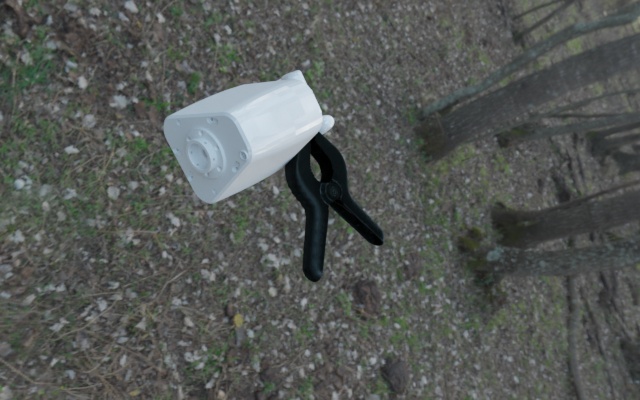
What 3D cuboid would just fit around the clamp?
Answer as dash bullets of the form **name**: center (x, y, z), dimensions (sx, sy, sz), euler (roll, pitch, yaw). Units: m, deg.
- **clamp**: center (0.000, 0.001, 0.533), dimensions (0.039, 0.171, 0.120), euler (-20, 11, 46)
